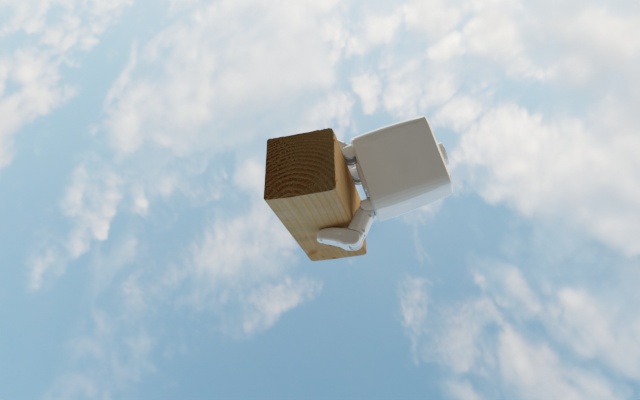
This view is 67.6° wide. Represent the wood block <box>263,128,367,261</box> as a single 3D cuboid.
[{"bbox_3d":[0.001,0.002,0.659,0.090,0.090,0.206,-8,-30,13],"label":"wood block"}]
